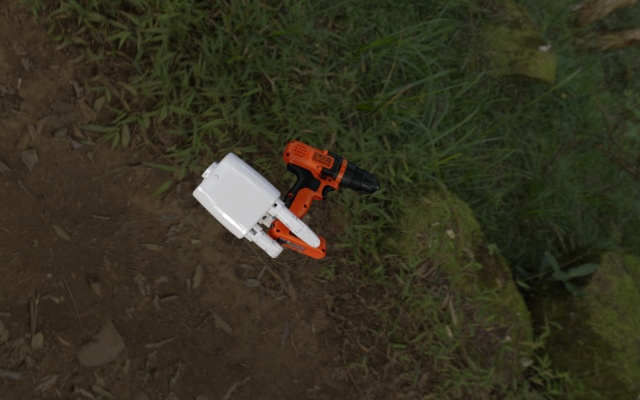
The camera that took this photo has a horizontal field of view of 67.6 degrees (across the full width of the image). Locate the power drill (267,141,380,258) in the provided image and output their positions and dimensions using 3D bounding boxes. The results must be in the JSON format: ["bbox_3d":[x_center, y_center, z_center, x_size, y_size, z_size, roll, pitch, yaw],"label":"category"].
[{"bbox_3d":[0.000,0.003,0.845,0.184,0.187,0.057,22,-21,-6],"label":"power drill"}]
